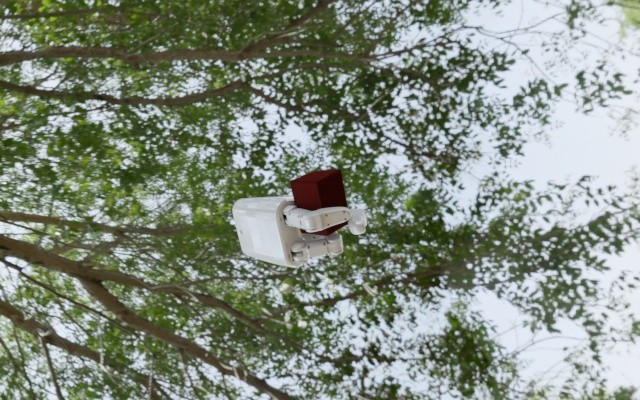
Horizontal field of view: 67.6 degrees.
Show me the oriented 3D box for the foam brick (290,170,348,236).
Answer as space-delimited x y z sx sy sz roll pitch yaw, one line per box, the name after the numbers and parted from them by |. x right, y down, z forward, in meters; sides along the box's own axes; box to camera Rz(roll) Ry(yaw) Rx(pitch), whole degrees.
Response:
0.000 0.002 0.647 0.051 0.078 0.053 4 22 43 | foam brick
